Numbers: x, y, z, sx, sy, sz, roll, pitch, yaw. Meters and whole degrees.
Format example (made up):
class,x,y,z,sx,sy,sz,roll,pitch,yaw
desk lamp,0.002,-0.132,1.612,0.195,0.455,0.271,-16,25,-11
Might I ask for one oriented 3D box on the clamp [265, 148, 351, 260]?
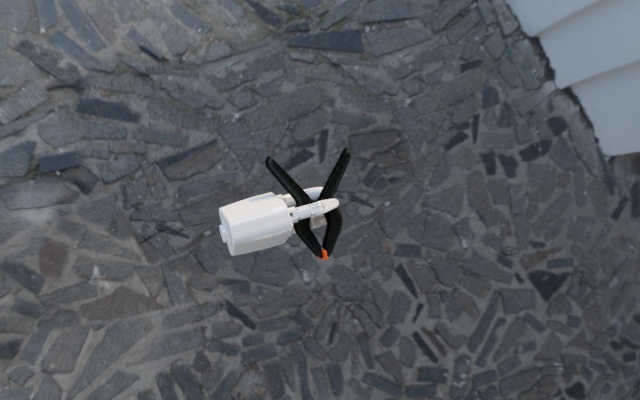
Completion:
class,x,y,z,sx,sy,sz,roll,pitch,yaw
clamp,0.000,0.003,0.888,0.164,0.210,0.036,-15,2,-16
